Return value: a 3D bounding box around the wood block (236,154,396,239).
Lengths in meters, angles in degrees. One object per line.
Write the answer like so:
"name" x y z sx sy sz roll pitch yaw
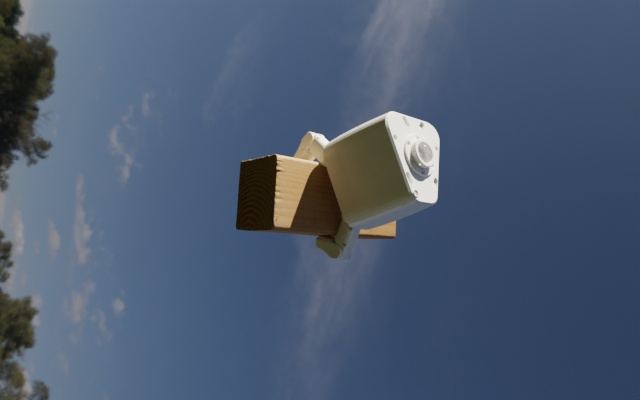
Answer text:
"wood block" 0.000 0.002 0.644 0.206 0.091 0.090 8 -7 -38
